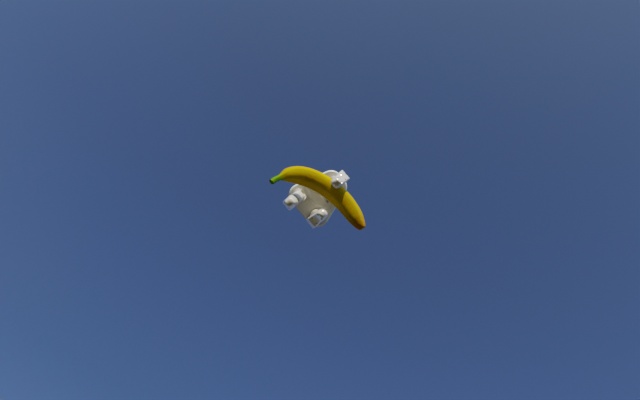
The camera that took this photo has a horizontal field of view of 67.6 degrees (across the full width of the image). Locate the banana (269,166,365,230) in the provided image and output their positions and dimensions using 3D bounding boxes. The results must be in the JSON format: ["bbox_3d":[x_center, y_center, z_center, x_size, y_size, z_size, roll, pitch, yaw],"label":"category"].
[{"bbox_3d":[0.005,-0.015,0.896,0.198,0.069,0.037,27,-19,-6],"label":"banana"}]
